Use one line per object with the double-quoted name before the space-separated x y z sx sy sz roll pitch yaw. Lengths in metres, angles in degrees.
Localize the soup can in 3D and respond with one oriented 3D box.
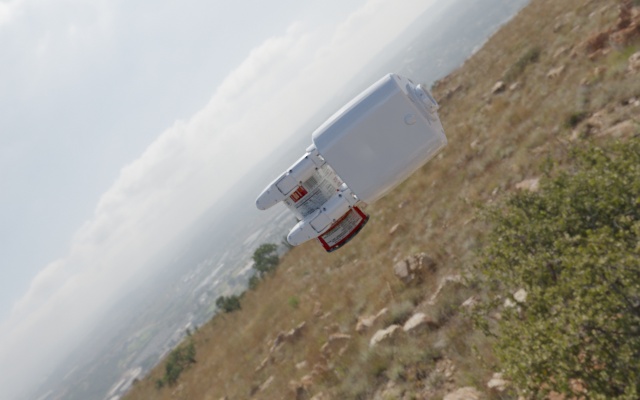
"soup can" 0.000 0.002 0.565 0.068 0.102 0.068 -40 9 7
